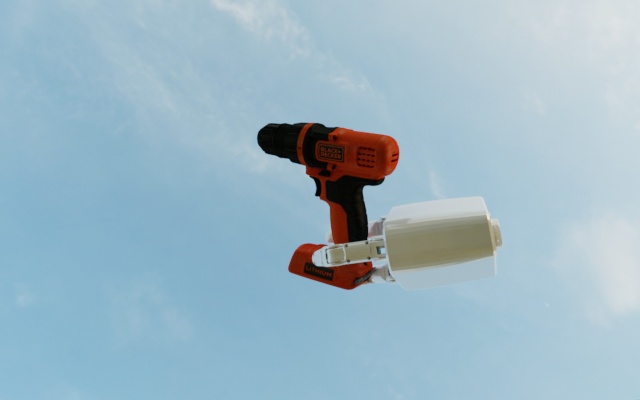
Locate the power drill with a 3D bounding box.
[{"bbox_3d":[0.000,0.002,0.572,0.184,0.188,0.057,13,22,32],"label":"power drill"}]
